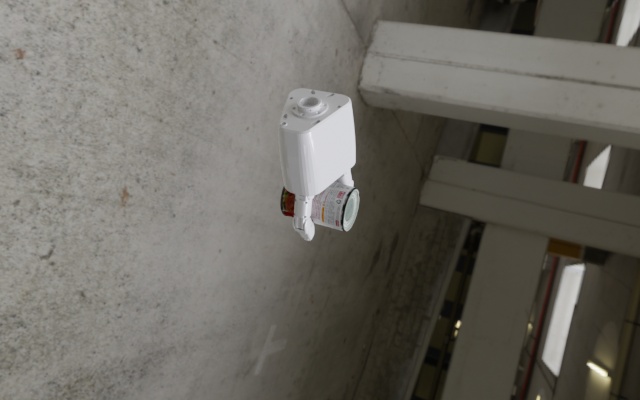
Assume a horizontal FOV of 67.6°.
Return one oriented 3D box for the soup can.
[{"bbox_3d":[0.000,0.003,0.720,0.102,0.068,0.068,14,5,20],"label":"soup can"}]
